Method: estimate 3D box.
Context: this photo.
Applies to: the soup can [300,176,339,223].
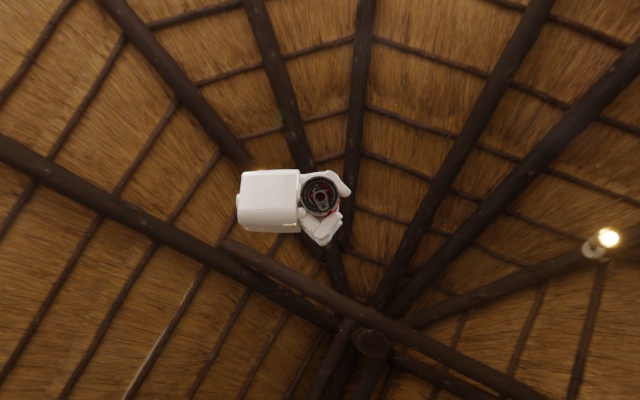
[{"bbox_3d":[0.001,0.003,0.872,0.068,0.068,0.102,0,-15,2],"label":"soup can"}]
